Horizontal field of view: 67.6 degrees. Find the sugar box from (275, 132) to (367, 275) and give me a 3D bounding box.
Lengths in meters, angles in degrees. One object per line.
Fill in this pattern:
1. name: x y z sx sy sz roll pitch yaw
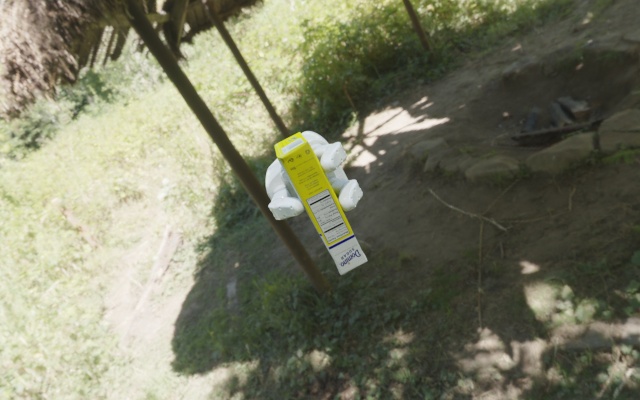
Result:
1. sugar box: 0.001 0.002 0.627 0.048 0.176 0.093 -29 18 1
